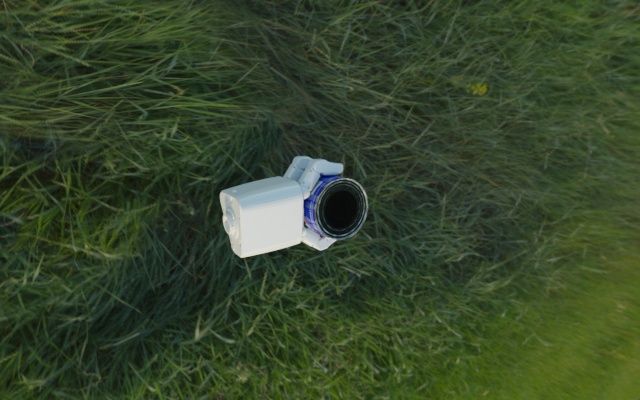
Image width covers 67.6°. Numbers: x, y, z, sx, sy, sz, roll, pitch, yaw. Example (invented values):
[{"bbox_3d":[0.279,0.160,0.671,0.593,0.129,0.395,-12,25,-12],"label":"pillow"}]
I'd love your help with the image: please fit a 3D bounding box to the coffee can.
[{"bbox_3d":[0.000,0.003,0.825,0.103,0.103,0.140,0,9,-31],"label":"coffee can"}]
